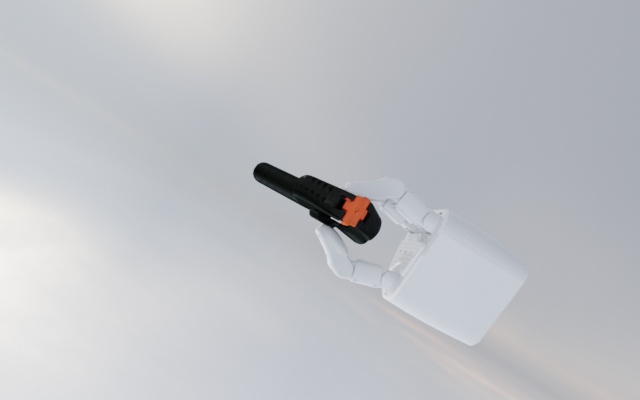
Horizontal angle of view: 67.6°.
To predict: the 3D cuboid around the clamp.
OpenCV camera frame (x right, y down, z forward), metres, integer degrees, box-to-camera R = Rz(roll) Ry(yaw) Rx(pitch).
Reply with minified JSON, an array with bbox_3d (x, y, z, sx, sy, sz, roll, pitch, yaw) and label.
[{"bbox_3d":[0.000,0.002,0.496,0.164,0.036,0.210,31,-5,-4],"label":"clamp"}]
